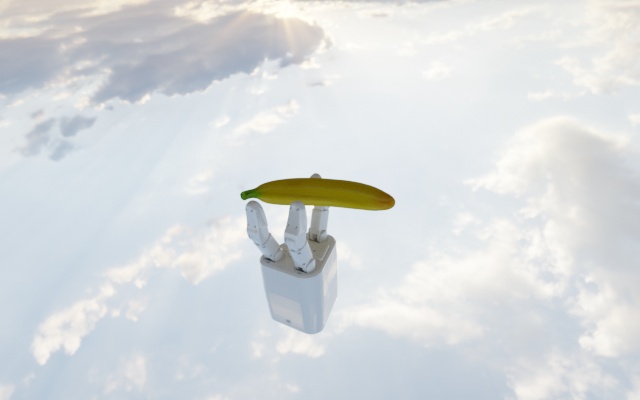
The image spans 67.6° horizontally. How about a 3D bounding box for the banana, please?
[{"bbox_3d":[0.000,-0.006,0.631,0.198,0.037,0.069,1,24,9],"label":"banana"}]
